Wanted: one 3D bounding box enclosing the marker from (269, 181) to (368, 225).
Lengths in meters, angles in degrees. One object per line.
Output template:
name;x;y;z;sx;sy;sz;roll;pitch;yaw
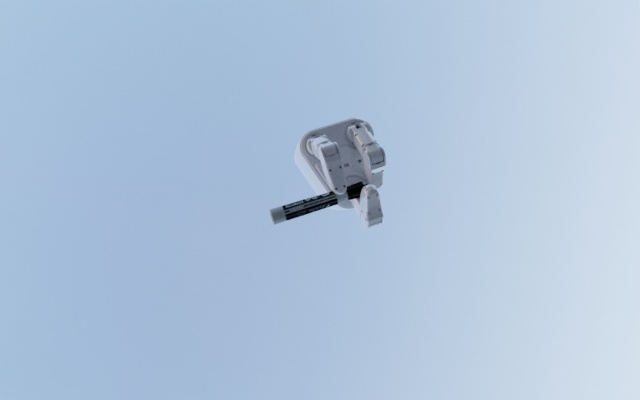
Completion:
marker;0.000;0.002;0.563;0.121;0.020;0.020;-17;3;-10
